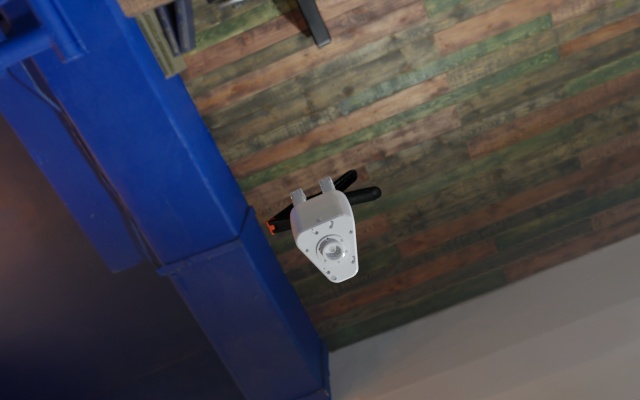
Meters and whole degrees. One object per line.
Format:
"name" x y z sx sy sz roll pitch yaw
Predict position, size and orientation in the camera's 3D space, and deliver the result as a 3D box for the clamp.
"clamp" 0.000 0.004 0.886 0.210 0.036 0.164 -23 18 2
